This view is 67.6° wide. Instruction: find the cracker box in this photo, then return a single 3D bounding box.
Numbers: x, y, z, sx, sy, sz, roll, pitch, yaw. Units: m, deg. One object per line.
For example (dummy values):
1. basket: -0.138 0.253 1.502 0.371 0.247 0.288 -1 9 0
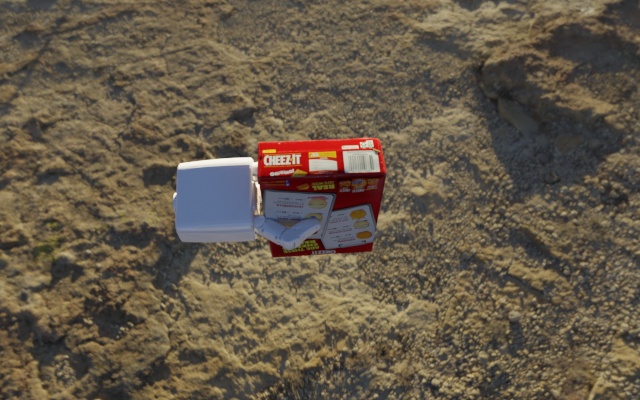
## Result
1. cracker box: 0.000 0.002 0.696 0.164 0.072 0.214 -3 -33 -2
